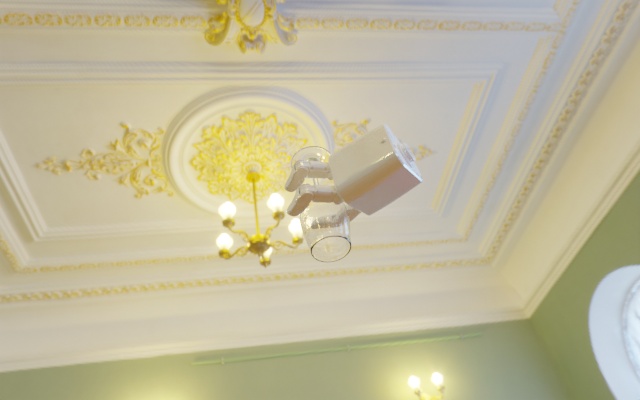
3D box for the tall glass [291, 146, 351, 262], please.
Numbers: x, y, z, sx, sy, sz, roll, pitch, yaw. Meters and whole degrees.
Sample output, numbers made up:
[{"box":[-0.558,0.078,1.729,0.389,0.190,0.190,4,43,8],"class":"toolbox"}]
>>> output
[{"box":[0.000,0.002,0.775,0.079,0.200,0.079,-6,-44,-6],"class":"tall glass"}]
